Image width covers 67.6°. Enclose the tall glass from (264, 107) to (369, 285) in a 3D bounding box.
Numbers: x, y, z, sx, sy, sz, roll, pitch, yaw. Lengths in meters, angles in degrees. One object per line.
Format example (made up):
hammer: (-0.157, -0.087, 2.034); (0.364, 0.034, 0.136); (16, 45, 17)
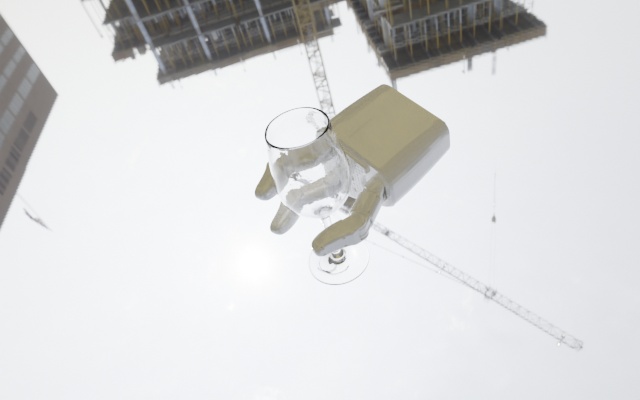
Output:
tall glass: (0.000, 0.002, 0.501); (0.079, 0.079, 0.201); (0, -43, 18)
